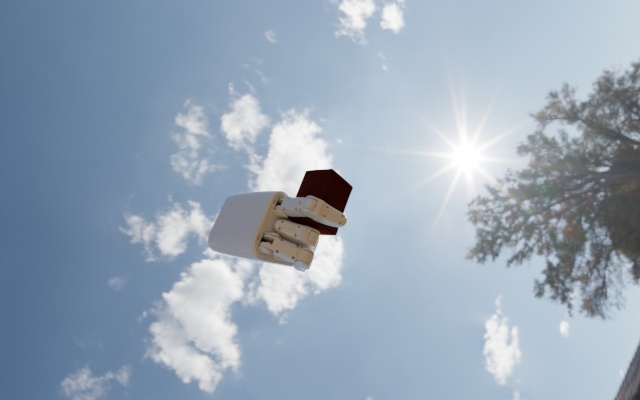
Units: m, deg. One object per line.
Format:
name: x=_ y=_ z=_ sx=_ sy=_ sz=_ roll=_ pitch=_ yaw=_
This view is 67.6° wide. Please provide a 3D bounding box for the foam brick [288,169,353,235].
foam brick: x=0.000 y=0.002 z=0.657 sx=0.051 sy=0.078 sz=0.053 roll=-1 pitch=-31 yaw=42
